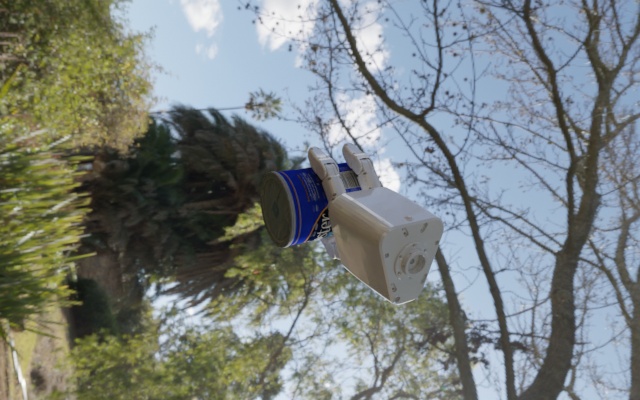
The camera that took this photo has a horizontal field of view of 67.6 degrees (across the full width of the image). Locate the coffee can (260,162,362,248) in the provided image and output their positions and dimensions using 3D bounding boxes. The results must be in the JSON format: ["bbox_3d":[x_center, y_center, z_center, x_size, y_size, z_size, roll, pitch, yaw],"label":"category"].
[{"bbox_3d":[0.000,0.002,0.665,0.140,0.103,0.103,-10,5,-27],"label":"coffee can"}]
